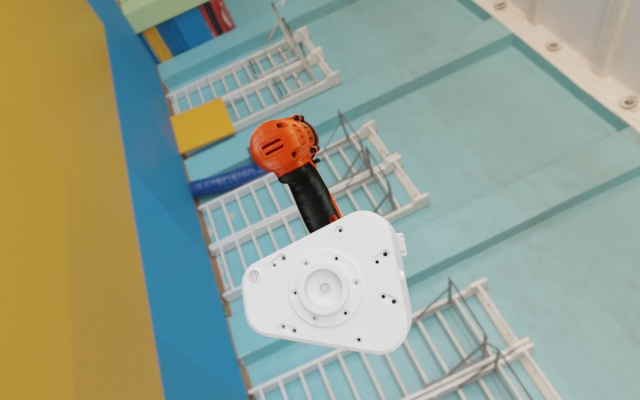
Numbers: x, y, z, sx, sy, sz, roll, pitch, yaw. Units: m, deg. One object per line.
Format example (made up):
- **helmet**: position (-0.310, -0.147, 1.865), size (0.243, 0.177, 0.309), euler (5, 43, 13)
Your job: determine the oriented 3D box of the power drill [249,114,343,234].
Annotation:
- **power drill**: position (0.000, 0.002, 0.489), size (0.057, 0.187, 0.184), euler (-28, 5, 11)
